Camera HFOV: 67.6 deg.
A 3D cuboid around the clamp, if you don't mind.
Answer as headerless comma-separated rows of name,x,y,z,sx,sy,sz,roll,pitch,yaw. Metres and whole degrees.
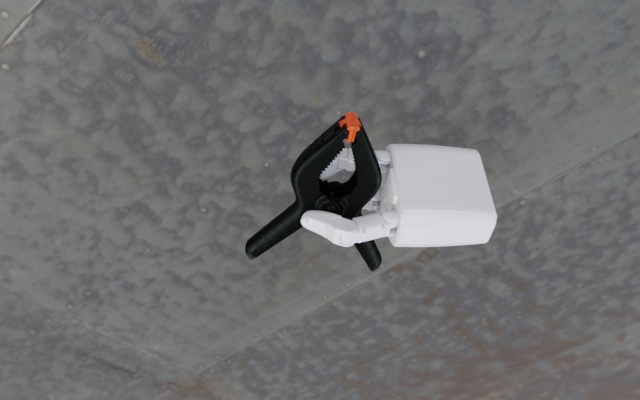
clamp,0.000,0.002,0.516,0.164,0.210,0.036,1,41,-6
